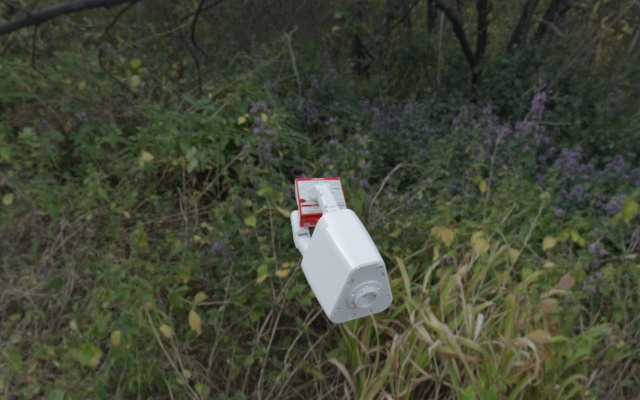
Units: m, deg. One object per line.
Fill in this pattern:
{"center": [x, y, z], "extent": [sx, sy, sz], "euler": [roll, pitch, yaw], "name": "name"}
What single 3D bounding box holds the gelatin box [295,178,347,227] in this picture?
{"center": [0.000, 0.002, 0.747], "extent": [0.073, 0.030, 0.089], "euler": [-3, 42, -7], "name": "gelatin box"}
